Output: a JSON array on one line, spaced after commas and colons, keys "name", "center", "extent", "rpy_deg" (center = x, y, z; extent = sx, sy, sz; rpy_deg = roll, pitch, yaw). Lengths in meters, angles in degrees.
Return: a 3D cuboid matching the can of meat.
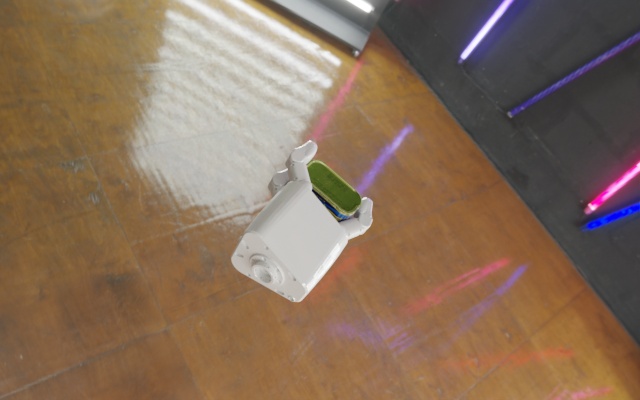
[{"name": "can of meat", "center": [0.000, 0.002, 0.692], "extent": [0.057, 0.102, 0.084], "rpy_deg": [-45, -6, -42]}]
